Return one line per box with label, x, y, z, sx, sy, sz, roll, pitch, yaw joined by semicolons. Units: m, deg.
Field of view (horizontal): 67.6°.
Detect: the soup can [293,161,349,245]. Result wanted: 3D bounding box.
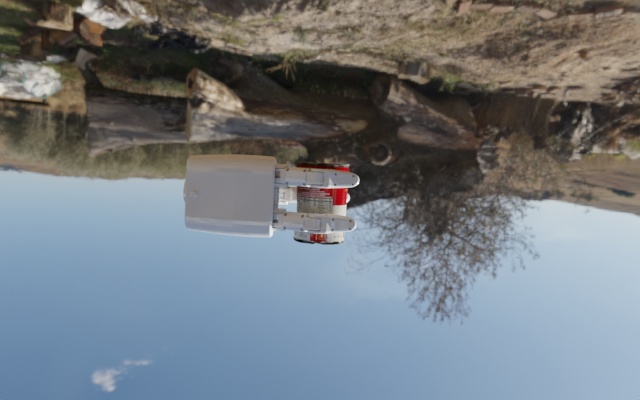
soup can;0.001;0.002;0.618;0.068;0.102;0.068;3;4;0
